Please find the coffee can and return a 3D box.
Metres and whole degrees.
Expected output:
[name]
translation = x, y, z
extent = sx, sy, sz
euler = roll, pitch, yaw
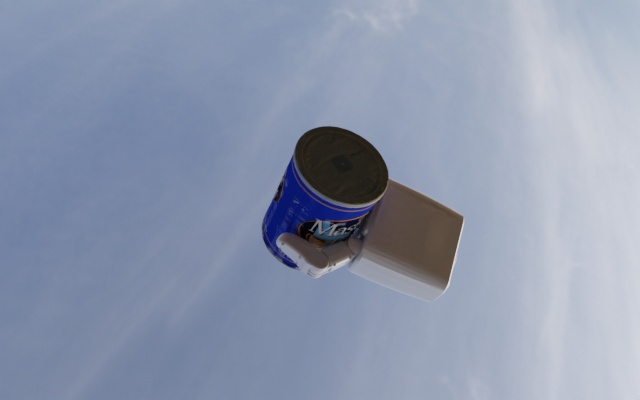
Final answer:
[coffee can]
translation = 0.000, 0.002, 0.536
extent = 0.103, 0.102, 0.140
euler = 0, -35, -24
